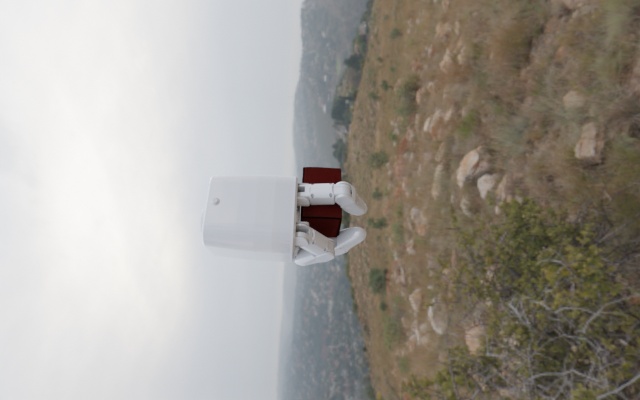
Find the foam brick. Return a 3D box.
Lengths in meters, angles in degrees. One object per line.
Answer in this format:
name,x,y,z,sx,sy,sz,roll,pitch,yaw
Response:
foam brick,0.000,0.002,0.618,0.051,0.078,0.053,2,-32,-2
